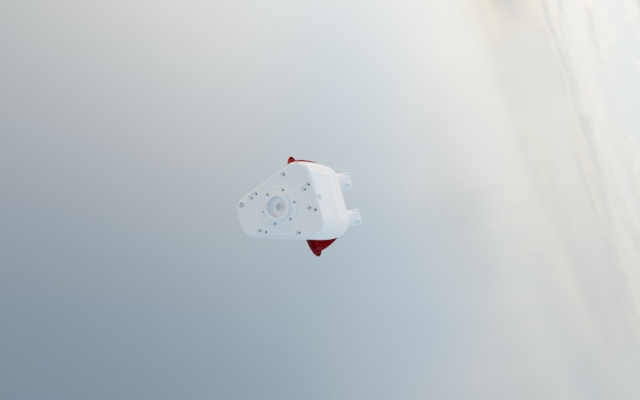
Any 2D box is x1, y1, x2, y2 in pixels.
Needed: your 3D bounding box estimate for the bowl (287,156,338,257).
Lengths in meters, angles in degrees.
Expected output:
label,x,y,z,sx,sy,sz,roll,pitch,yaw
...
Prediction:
label,x,y,z,sx,sy,sz,roll,pitch,yaw
bowl,0.001,0.002,0.741,0.055,0.162,0.162,-16,-2,7
